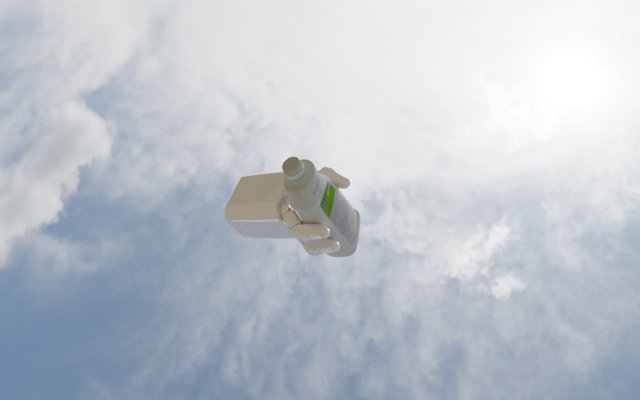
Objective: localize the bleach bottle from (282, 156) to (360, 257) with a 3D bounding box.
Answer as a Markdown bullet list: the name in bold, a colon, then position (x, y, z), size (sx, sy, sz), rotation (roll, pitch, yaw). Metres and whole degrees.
- **bleach bottle**: position (0.000, 0.003, 0.789), size (0.068, 0.102, 0.251), rotation (-4, -31, 20)
